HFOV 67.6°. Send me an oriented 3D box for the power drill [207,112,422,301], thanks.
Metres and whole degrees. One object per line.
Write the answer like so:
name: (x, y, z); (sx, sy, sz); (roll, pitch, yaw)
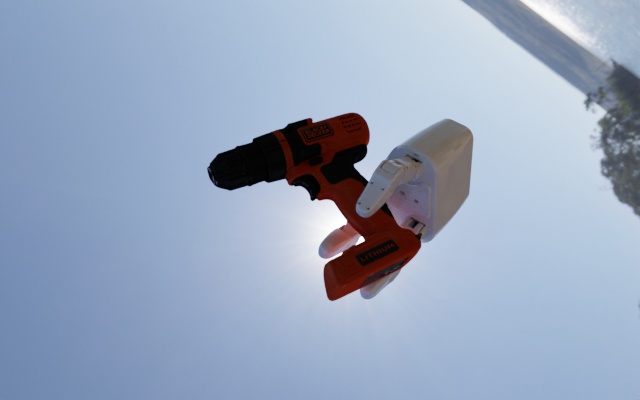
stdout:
power drill: (0.001, 0.002, 0.486); (0.184, 0.187, 0.057); (-21, -21, -20)
